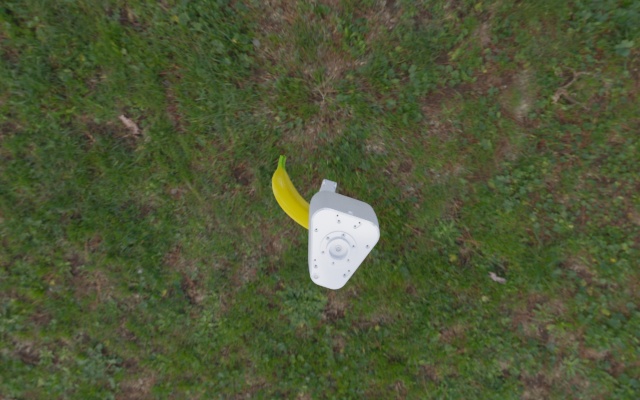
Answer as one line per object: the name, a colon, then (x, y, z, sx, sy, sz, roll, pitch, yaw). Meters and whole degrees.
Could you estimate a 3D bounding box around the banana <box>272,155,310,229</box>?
banana: (-0.015, 0.014, 0.808, 0.198, 0.069, 0.037, 43, 9, -8)
